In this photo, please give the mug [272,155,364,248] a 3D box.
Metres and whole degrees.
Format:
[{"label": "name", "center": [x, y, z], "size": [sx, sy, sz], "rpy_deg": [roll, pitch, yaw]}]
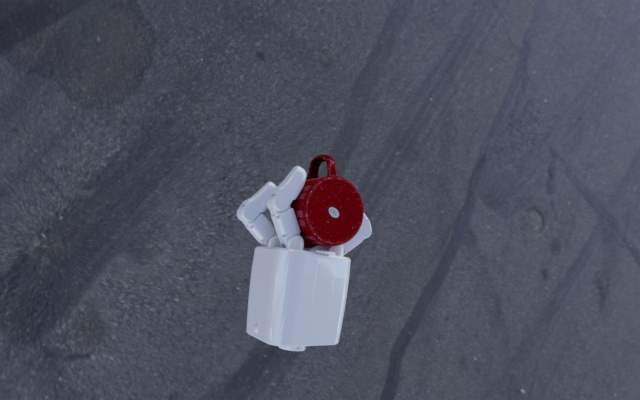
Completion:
[{"label": "mug", "center": [0.000, 0.000, 0.579], "size": [0.093, 0.117, 0.081], "rpy_deg": [11, -8, -28]}]
